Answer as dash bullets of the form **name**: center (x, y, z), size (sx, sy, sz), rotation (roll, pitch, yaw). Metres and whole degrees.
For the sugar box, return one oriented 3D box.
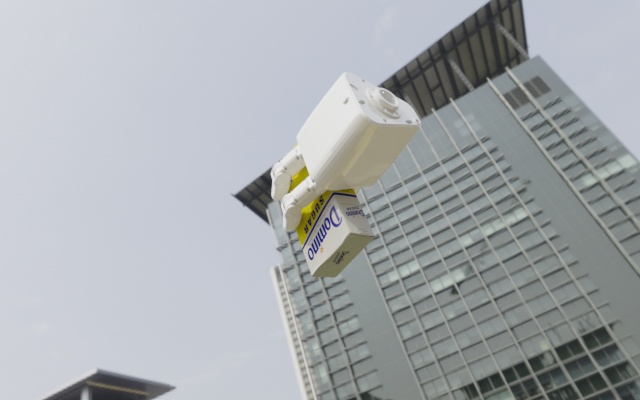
- **sugar box**: center (0.000, 0.002, 0.624), size (0.048, 0.176, 0.093), rotation (9, -45, -34)
